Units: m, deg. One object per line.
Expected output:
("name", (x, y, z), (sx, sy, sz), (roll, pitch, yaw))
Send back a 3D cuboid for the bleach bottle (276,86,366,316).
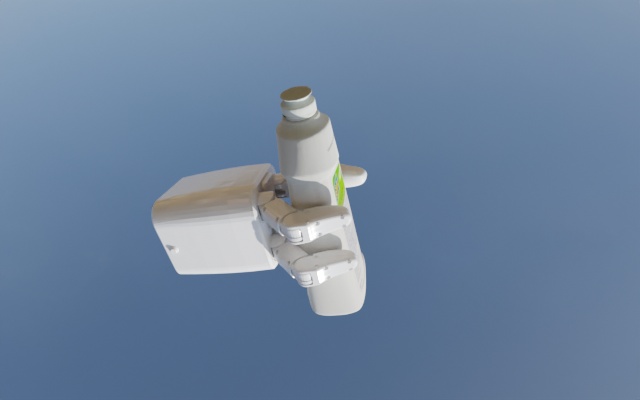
("bleach bottle", (0.000, 0.002, 0.490), (0.068, 0.251, 0.102), (-6, 36, 7))
